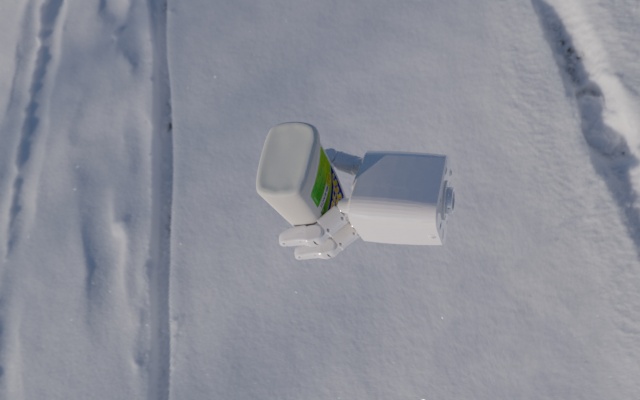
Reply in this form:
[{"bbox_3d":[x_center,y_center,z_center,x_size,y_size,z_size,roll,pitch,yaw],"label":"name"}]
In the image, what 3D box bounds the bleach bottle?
[{"bbox_3d":[0.000,0.002,0.647,0.068,0.102,0.251,4,-22,22],"label":"bleach bottle"}]
